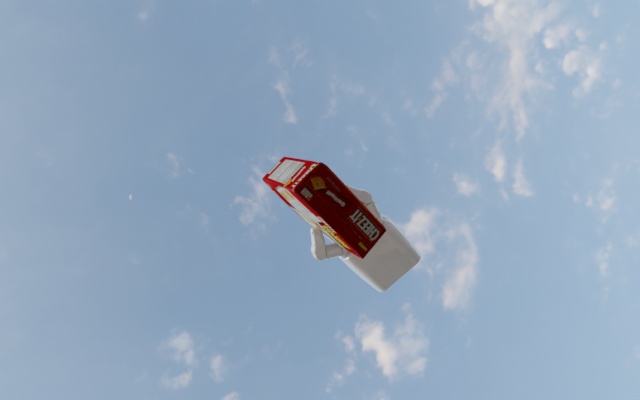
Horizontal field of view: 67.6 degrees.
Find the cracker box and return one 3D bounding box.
[{"bbox_3d":[0.000,0.003,0.832,0.164,0.072,0.213,45,-9,-19],"label":"cracker box"}]
